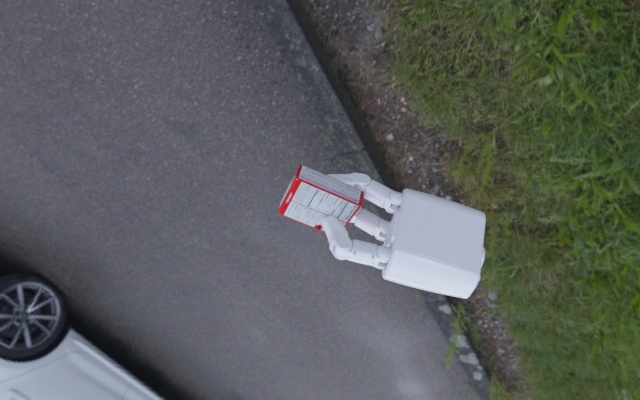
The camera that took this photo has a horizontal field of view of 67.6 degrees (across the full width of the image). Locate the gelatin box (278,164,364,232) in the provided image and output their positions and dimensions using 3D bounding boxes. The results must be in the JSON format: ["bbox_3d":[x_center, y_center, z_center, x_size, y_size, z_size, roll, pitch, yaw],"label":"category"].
[{"bbox_3d":[0.000,0.002,0.605,0.089,0.030,0.073,22,-43,-9],"label":"gelatin box"}]
